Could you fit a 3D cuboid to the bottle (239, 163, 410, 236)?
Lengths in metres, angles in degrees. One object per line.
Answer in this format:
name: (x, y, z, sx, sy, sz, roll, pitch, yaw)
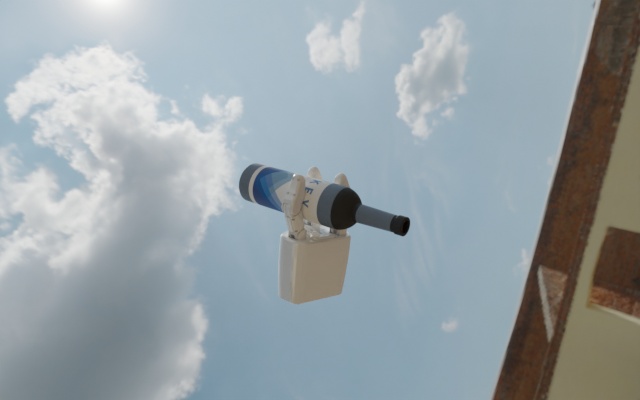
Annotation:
bottle: (0.000, 0.002, 0.732, 0.295, 0.069, 0.069, 16, 9, 35)
